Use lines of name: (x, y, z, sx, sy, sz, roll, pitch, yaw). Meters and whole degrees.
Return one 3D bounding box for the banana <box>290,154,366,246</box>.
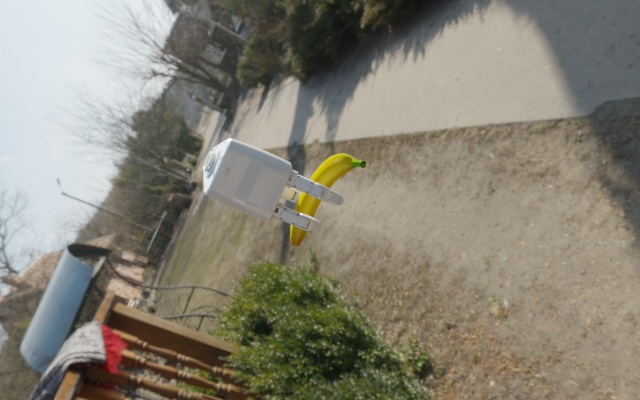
banana: (-0.002, -0.011, 0.808, 0.037, 0.198, 0.069, 23, 28, -31)
